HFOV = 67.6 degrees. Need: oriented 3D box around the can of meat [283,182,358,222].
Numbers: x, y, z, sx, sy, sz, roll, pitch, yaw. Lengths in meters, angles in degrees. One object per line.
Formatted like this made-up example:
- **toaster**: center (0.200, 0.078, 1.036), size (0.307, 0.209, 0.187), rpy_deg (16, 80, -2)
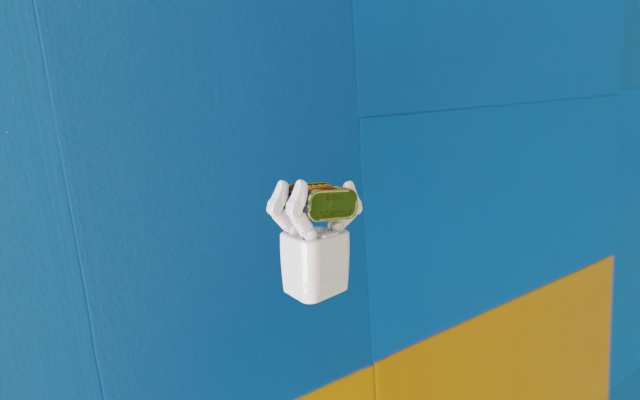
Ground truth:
- **can of meat**: center (0.000, 0.003, 0.802), size (0.102, 0.057, 0.084), rpy_deg (-4, 10, -33)
